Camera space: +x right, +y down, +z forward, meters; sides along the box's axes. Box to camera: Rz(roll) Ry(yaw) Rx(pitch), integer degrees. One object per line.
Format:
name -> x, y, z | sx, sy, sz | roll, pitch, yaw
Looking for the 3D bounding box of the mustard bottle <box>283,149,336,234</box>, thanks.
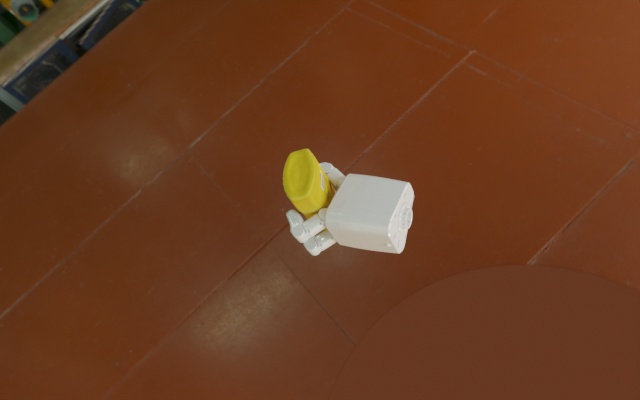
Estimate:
mustard bottle -> 0.000, 0.003, 0.809 | 0.058, 0.096, 0.192 | -15, -34, 15
